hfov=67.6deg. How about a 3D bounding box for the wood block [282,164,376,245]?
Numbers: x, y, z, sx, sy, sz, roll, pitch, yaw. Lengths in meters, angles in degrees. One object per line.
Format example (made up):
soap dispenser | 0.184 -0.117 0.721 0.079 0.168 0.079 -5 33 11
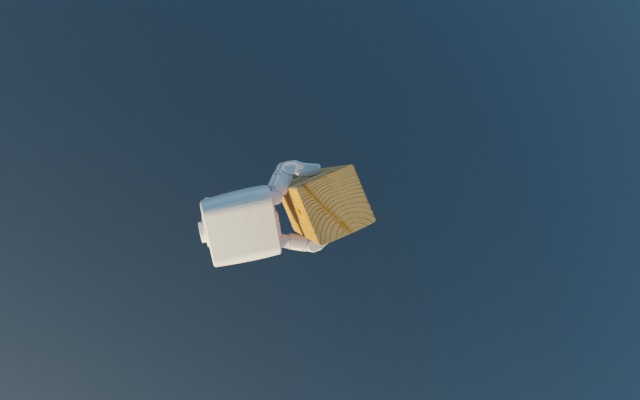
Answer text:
wood block | 0.000 0.003 0.759 0.090 0.091 0.206 -24 7 -11
